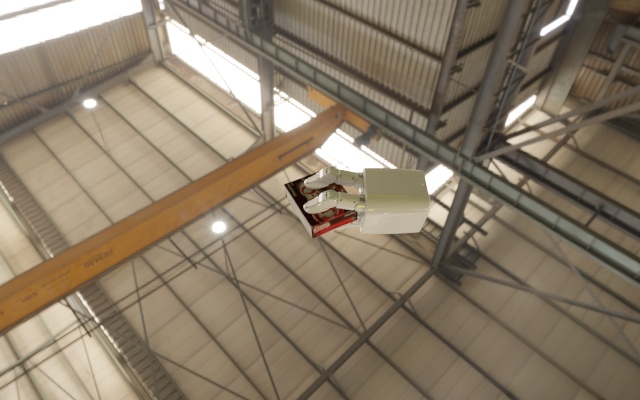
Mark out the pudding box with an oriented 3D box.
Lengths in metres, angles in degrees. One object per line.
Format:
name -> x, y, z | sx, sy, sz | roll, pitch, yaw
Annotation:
pudding box -> 0.000, 0.003, 0.829 | 0.090, 0.039, 0.113 | -21, 49, -18
